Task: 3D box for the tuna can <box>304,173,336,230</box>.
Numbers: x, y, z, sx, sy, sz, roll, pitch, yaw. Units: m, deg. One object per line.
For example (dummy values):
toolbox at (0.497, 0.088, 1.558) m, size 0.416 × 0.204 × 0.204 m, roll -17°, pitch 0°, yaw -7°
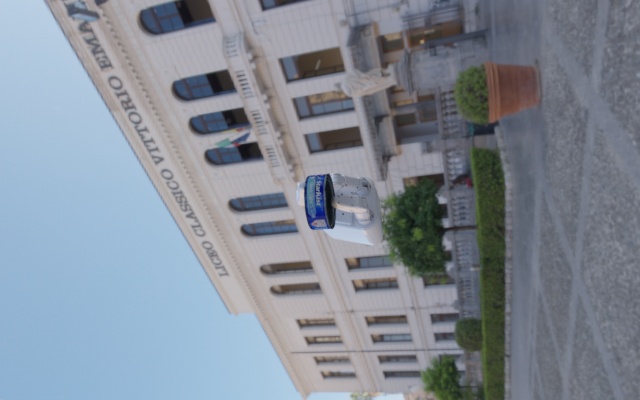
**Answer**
tuna can at (0.000, 0.002, 0.730) m, size 0.034 × 0.086 × 0.086 m, roll -4°, pitch -1°, yaw 11°
